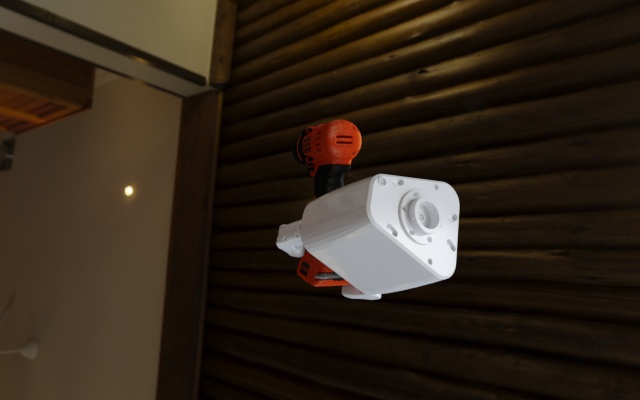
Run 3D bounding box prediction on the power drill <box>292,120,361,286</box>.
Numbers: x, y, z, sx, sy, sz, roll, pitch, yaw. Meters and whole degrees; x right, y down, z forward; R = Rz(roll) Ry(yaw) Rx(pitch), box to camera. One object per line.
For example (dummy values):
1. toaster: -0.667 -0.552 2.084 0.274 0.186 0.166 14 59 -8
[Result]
1. power drill: 0.000 0.002 0.581 0.057 0.187 0.184 -2 2 -14
